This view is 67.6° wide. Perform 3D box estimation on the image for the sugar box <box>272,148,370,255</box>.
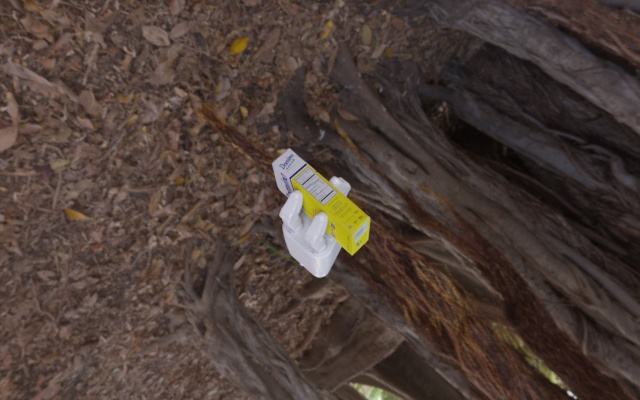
[{"bbox_3d":[0.000,0.003,0.760,0.176,0.048,0.093,39,-19,20],"label":"sugar box"}]
